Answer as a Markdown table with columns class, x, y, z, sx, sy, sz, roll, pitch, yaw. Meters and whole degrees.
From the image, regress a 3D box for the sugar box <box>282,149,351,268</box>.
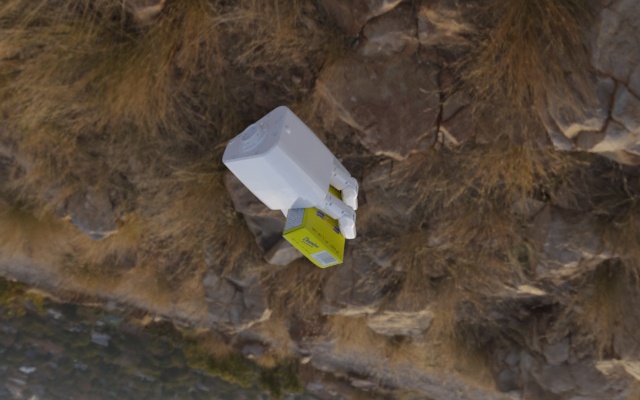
| class | x | y | z | sx | sy | sz | roll | pitch | yaw |
| --- | --- | --- | --- | --- | --- | --- | --- | --- | --- |
| sugar box | 0.000 | 0.002 | 0.711 | 0.048 | 0.176 | 0.093 | -20 | -48 | 31 |
